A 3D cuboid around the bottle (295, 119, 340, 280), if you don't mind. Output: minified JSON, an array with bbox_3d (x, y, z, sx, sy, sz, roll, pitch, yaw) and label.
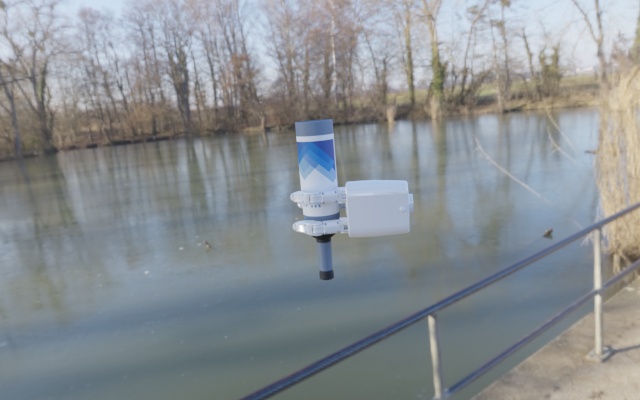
[{"bbox_3d":[0.000,0.003,0.874,0.069,0.296,0.069,-5,12,1],"label":"bottle"}]
